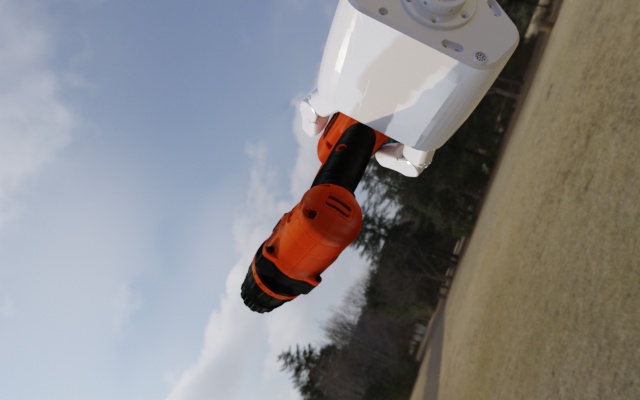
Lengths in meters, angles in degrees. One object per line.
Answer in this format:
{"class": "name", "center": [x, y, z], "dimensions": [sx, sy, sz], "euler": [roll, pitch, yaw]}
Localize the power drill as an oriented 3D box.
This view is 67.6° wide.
{"class": "power drill", "center": [0.000, 0.001, 0.422], "dimensions": [0.057, 0.187, 0.184], "euler": [31, -38, -9]}
